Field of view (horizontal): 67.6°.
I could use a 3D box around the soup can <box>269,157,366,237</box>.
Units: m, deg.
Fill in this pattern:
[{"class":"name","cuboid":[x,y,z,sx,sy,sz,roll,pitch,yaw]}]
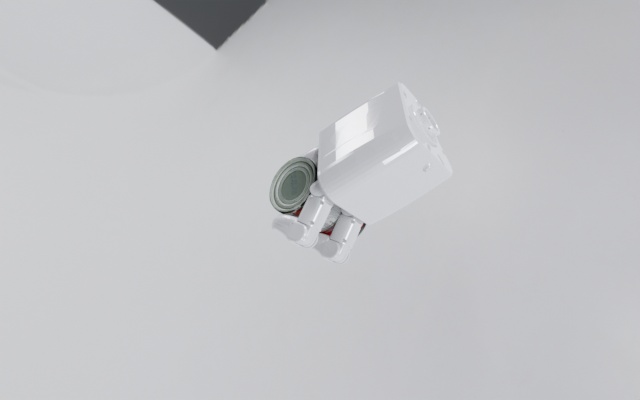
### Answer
[{"class":"soup can","cuboid":[-0.001,0.002,0.543,0.068,0.068,0.102,0,-22,41]}]
